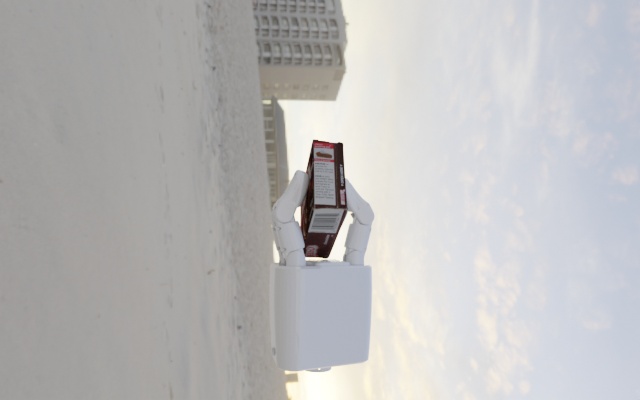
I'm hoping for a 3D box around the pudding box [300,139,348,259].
[{"bbox_3d":[0.000,0.002,0.534,0.039,0.090,0.114,4,-33,-10],"label":"pudding box"}]
